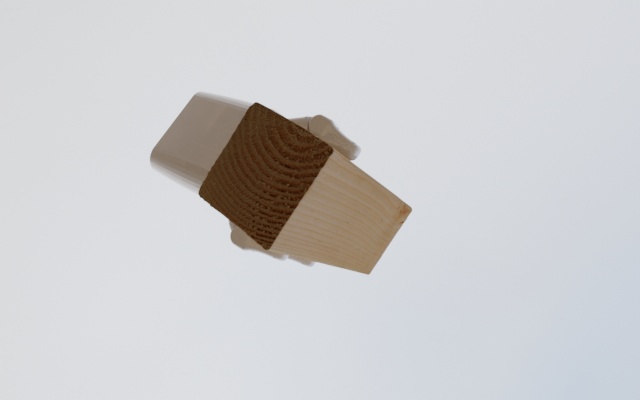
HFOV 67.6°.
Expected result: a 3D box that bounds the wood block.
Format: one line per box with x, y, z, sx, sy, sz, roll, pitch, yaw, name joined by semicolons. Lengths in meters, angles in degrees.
0.000;0.001;0.449;0.090;0.091;0.206;34;4;29;wood block
